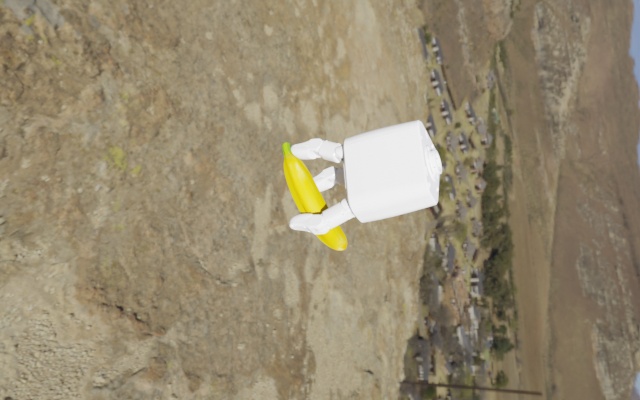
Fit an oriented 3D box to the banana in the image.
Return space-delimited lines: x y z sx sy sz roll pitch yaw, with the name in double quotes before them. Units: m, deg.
"banana" -0.005 0.009 0.699 0.037 0.198 0.069 -17 26 21
